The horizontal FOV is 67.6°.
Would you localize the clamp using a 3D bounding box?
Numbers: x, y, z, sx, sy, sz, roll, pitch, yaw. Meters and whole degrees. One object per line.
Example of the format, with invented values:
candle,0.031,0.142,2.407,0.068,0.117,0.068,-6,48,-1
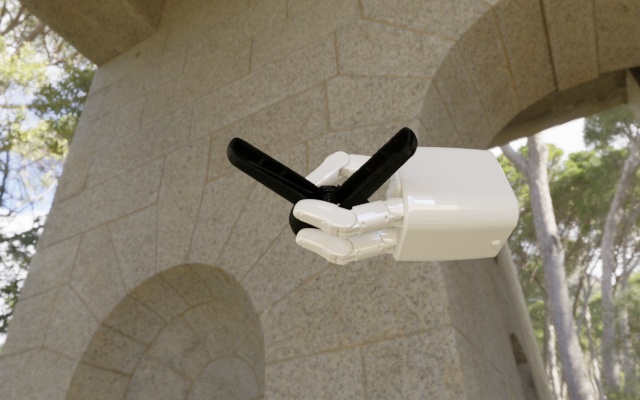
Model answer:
clamp,0.000,0.001,0.483,0.164,0.036,0.210,2,-34,1
